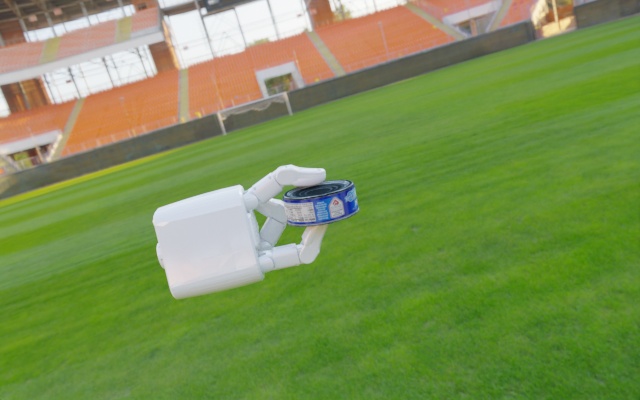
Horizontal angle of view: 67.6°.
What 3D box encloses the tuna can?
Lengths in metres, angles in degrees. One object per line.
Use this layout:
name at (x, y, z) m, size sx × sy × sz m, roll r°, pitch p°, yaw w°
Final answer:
tuna can at (0.000, 0.001, 0.554) m, size 0.086 × 0.034 × 0.086 m, roll -10°, pitch 12°, yaw 2°
